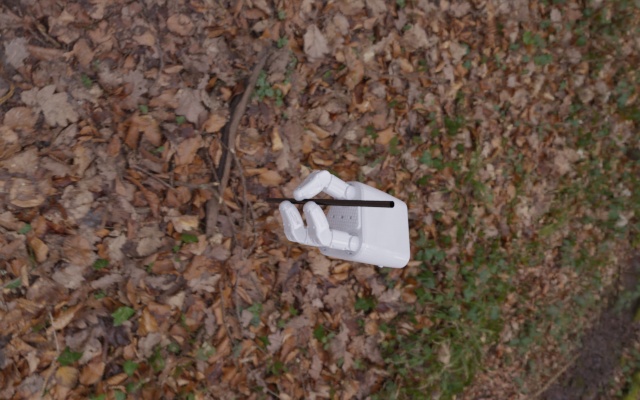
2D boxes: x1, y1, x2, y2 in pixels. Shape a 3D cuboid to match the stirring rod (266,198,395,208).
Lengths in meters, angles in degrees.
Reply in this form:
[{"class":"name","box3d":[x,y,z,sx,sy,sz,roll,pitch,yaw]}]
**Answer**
[{"class":"stirring rod","box3d":[0.000,0.002,0.600,0.011,0.011,0.239,0,1,-39]}]
